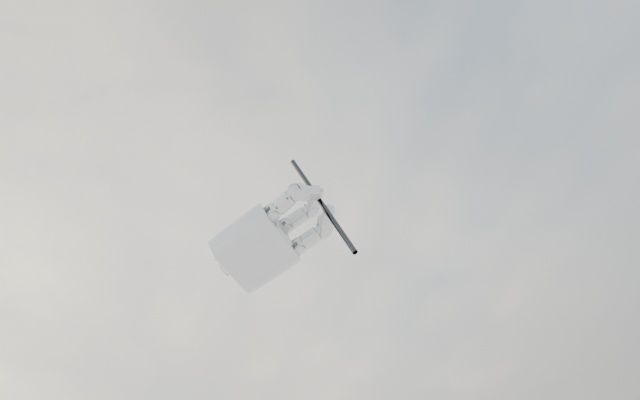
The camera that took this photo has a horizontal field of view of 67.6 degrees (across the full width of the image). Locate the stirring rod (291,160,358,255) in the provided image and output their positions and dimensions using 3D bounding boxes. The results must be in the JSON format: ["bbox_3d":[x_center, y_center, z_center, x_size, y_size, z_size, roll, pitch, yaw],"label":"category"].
[{"bbox_3d":[0.000,0.003,0.759,0.011,0.011,0.239,0,36,-31],"label":"stirring rod"}]
